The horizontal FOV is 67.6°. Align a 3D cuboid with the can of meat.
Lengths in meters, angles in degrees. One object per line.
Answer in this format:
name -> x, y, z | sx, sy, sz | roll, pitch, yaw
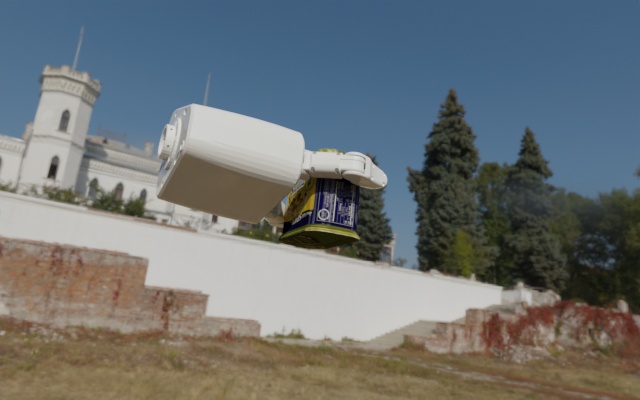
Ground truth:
can of meat -> 0.000, 0.001, 0.497 | 0.057, 0.084, 0.102 | 13, -17, -23
